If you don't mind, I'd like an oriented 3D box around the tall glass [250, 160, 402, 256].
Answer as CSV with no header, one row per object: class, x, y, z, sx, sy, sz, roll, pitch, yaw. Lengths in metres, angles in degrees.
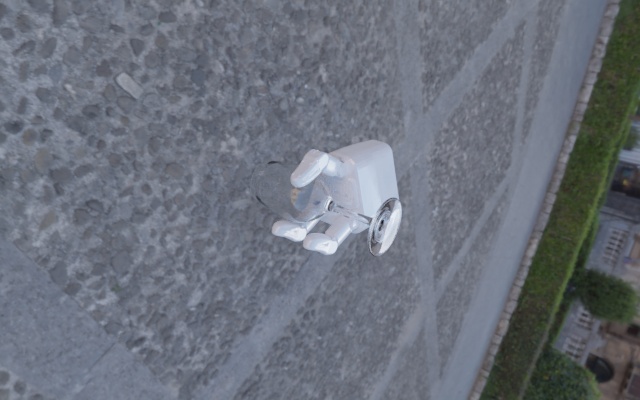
tall glass,0.001,0.002,0.621,0.201,0.079,0.079,21,12,33
